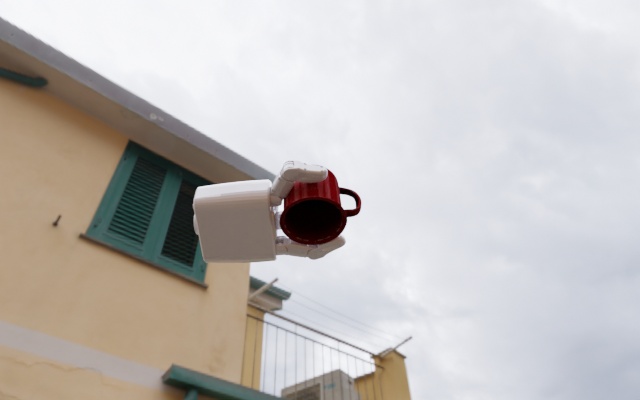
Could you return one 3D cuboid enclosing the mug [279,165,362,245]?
[{"bbox_3d":[0.002,0.002,0.682,0.117,0.093,0.081,-3,42,-1],"label":"mug"}]
